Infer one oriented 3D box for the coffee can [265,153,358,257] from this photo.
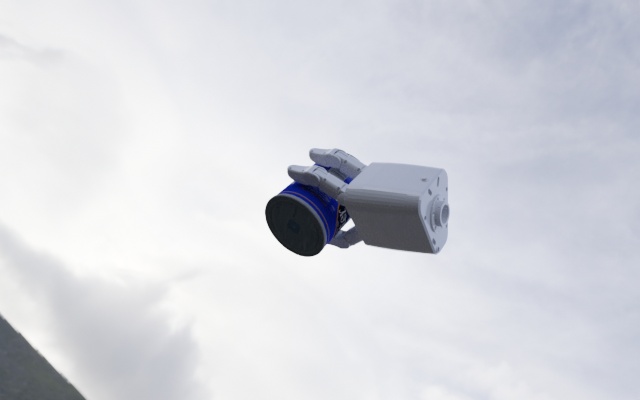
[{"bbox_3d":[0.000,0.002,0.710,0.103,0.103,0.140,0,30,39],"label":"coffee can"}]
